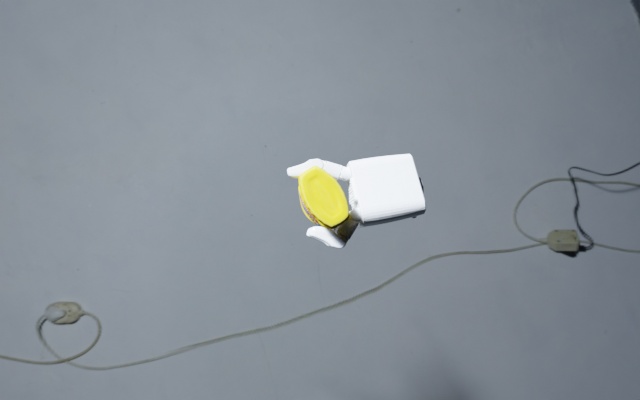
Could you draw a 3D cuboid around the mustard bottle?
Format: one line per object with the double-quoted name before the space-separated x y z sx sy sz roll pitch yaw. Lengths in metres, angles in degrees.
"mustard bottle" 0.000 0.003 0.789 0.058 0.096 0.191 -34 -2 -6
